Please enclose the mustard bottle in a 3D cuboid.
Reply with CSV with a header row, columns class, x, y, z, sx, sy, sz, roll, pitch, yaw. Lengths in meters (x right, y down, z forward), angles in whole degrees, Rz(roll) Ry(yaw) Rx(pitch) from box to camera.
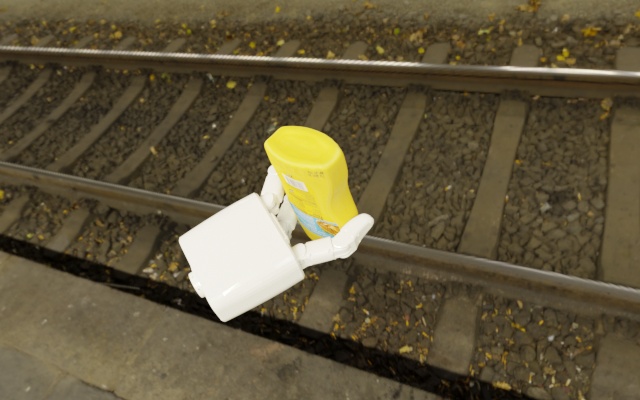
class,x,y,z,sx,sy,sz,roll,pitch,yaw
mustard bottle,0.000,0.002,0.581,0.096,0.058,0.192,24,-30,32
